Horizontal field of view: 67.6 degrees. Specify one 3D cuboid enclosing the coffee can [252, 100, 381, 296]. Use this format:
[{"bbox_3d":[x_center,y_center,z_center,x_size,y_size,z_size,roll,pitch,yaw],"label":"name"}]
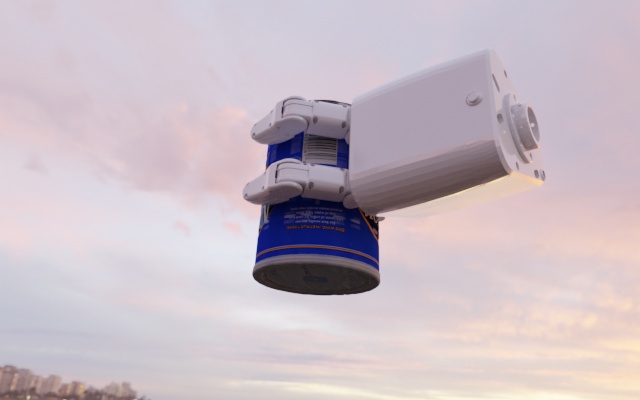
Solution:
[{"bbox_3d":[0.000,0.002,0.410,0.103,0.140,0.103,3,-24,1],"label":"coffee can"}]
